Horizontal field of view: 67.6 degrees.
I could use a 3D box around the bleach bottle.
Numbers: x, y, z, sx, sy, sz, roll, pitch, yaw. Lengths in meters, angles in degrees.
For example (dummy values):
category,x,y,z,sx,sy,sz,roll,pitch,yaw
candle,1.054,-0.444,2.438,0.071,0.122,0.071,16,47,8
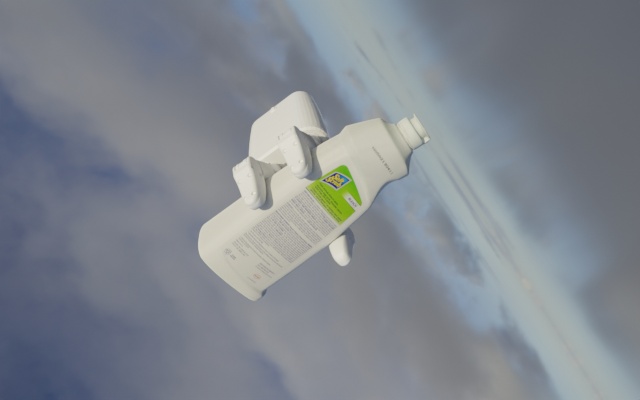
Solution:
category,x,y,z,sx,sy,sz,roll,pitch,yaw
bleach bottle,0.000,0.002,0.487,0.251,0.103,0.068,-33,34,15
